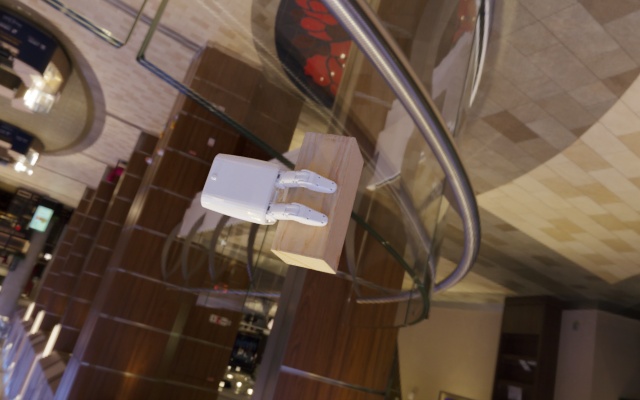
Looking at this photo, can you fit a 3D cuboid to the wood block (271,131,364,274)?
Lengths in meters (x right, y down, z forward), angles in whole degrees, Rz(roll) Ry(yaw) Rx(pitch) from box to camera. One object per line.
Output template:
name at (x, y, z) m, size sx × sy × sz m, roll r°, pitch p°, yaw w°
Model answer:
wood block at (0.000, 0.003, 0.781) m, size 0.090 × 0.206 × 0.091 m, roll 10°, pitch -19°, yaw 18°
